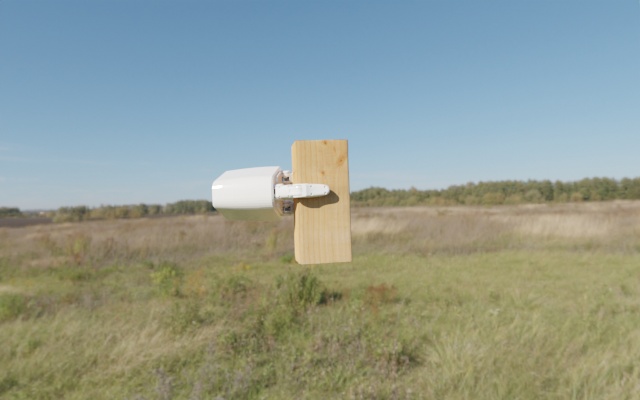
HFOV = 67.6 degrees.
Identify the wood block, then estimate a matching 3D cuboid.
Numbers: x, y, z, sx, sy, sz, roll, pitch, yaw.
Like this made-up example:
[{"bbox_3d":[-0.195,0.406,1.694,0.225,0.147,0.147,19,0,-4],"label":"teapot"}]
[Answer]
[{"bbox_3d":[0.000,0.003,0.833,0.090,0.206,0.091,-2,-1,-8],"label":"wood block"}]
